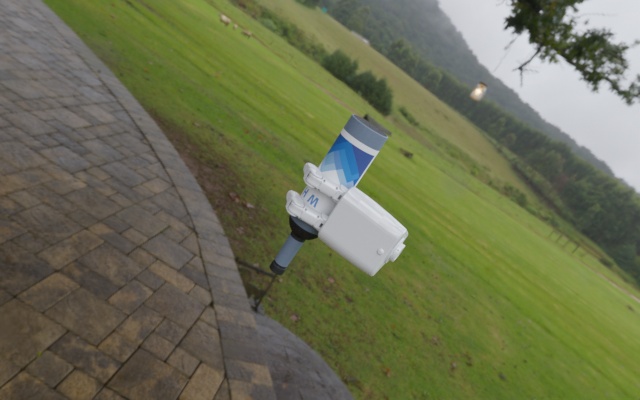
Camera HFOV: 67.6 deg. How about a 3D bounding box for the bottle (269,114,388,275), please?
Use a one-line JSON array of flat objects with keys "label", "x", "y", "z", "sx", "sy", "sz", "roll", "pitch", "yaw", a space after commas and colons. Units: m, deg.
[{"label": "bottle", "x": 0.000, "y": 0.002, "z": 0.779, "sx": 0.069, "sy": 0.296, "sz": 0.069, "roll": 30, "pitch": 18, "yaw": -11}]
